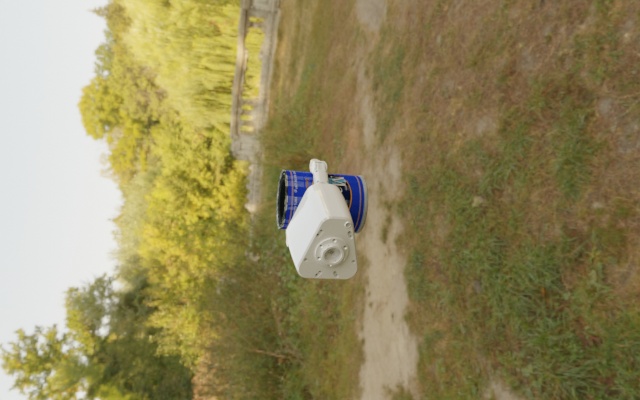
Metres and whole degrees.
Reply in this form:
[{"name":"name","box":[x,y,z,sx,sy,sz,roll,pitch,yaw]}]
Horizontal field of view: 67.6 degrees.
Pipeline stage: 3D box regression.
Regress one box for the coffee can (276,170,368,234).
[{"name":"coffee can","box":[0.000,0.003,0.827,0.140,0.103,0.103,4,-1,-13]}]
